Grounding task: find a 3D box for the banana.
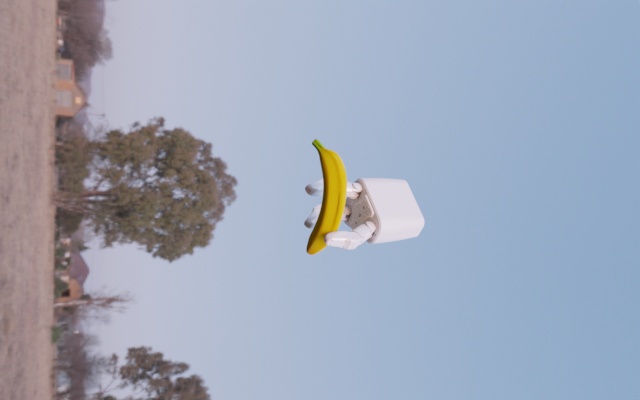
[{"bbox_3d":[0.011,0.004,0.770,0.037,0.198,0.069,-6,19,-34],"label":"banana"}]
